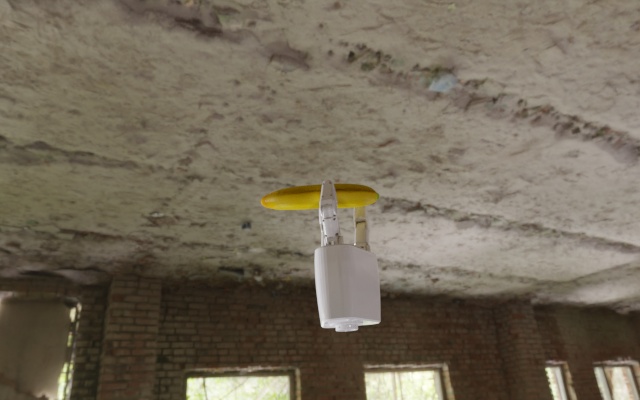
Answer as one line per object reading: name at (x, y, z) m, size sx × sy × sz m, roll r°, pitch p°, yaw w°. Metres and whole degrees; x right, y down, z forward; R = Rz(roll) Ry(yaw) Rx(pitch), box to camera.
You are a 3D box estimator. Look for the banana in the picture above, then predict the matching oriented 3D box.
banana at (0.007, -0.003, 0.752) m, size 0.198 × 0.037 × 0.070 m, roll -1°, pitch -16°, yaw -10°
